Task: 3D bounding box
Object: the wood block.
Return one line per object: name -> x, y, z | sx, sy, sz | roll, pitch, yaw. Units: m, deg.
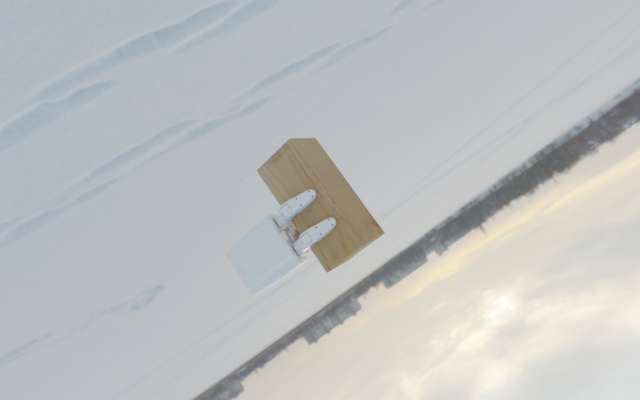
wood block -> 0.000, 0.003, 0.798 | 0.090, 0.206, 0.091 | -40, -11, 26
